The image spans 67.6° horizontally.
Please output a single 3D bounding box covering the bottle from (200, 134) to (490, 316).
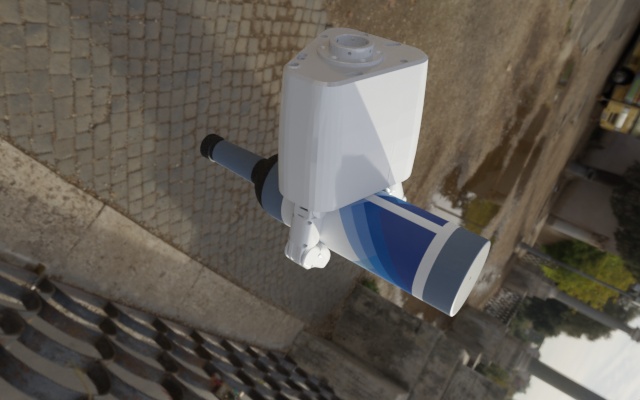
[{"bbox_3d":[0.000,0.002,0.437,0.295,0.069,0.069,27,13,27],"label":"bottle"}]
